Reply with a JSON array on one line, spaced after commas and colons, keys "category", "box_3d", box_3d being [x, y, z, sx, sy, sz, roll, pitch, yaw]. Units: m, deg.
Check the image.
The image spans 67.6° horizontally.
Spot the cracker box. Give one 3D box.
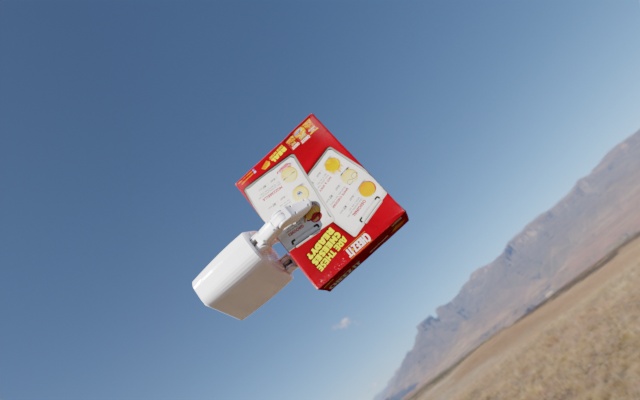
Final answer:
[{"category": "cracker box", "box_3d": [0.000, 0.002, 0.716, 0.164, 0.213, 0.072, -42, -22, 4]}]
